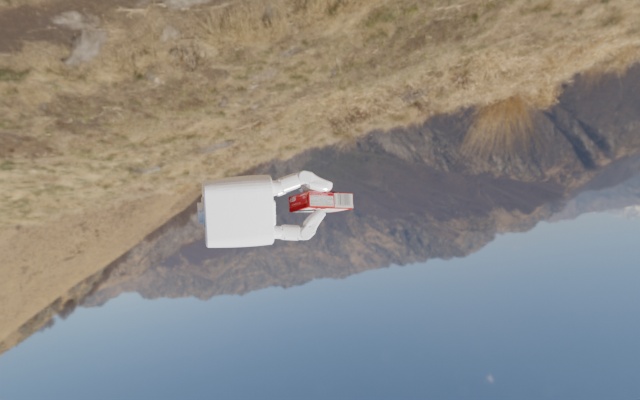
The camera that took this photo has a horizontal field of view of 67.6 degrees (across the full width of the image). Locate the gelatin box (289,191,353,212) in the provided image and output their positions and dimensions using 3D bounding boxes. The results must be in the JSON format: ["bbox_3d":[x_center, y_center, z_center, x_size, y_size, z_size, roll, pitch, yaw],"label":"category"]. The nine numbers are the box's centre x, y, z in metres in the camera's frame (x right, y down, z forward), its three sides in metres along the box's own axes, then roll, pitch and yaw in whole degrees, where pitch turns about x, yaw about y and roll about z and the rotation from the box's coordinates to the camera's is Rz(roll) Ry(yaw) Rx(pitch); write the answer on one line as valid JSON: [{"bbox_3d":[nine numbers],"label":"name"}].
[{"bbox_3d":[0.000,0.003,0.815,0.089,0.030,0.073,2,-8,-28],"label":"gelatin box"}]
